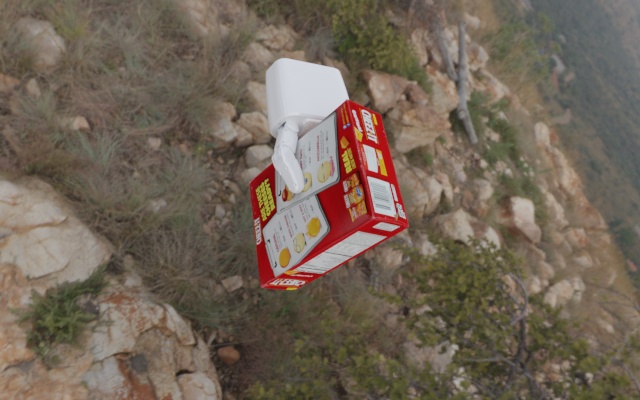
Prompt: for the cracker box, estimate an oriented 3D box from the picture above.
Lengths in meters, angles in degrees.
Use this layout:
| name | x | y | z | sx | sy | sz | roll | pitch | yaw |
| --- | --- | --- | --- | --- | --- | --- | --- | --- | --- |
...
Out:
| name | x | y | z | sx | sy | sz | roll | pitch | yaw |
| --- | --- | --- | --- | --- | --- | --- | --- | --- | --- |
| cracker box | 0.000 | 0.002 | 0.614 | 0.072 | 0.164 | 0.214 | 15 | -37 | -38 |
